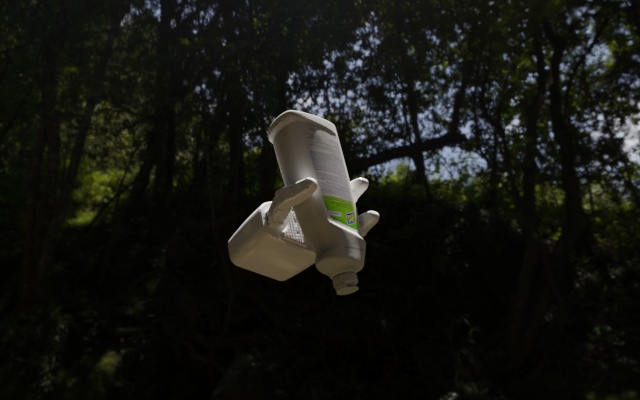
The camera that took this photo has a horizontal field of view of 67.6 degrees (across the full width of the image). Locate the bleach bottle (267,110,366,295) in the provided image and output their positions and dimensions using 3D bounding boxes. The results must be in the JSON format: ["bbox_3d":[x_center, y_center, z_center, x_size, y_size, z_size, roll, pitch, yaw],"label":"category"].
[{"bbox_3d":[0.000,0.002,0.639,0.102,0.250,0.068,10,-35,-37],"label":"bleach bottle"}]
